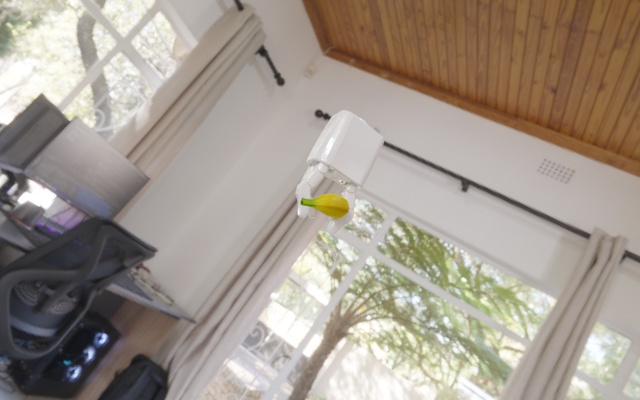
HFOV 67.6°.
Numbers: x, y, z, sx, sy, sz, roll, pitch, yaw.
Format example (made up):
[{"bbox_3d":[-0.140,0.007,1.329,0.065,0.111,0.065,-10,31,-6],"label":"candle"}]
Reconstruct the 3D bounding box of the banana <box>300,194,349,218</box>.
[{"bbox_3d":[0.017,0.008,0.828,0.069,0.037,0.198,18,-3,9],"label":"banana"}]
